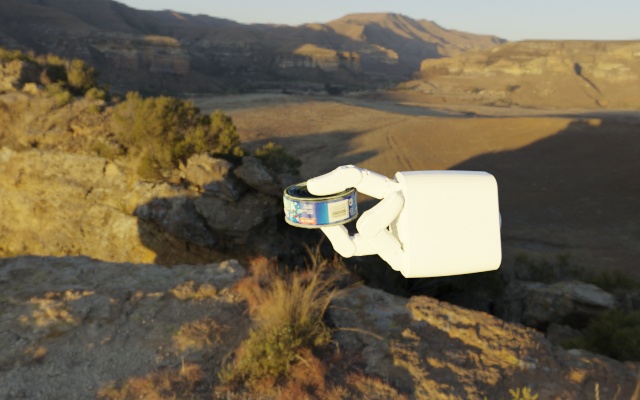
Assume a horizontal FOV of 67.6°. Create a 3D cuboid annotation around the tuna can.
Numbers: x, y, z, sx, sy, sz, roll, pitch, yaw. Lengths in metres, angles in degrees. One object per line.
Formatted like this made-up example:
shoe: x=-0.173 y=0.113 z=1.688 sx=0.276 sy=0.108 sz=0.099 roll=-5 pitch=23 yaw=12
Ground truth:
tuna can: x=0.000 y=0.001 z=0.557 sx=0.086 sy=0.034 sz=0.086 roll=-4 pitch=17 yaw=1
